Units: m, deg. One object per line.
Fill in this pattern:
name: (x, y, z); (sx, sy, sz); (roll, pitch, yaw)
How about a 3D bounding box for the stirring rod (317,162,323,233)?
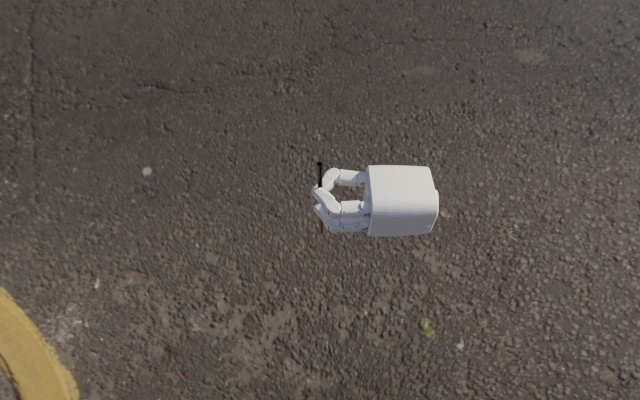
stirring rod: (0.000, 0.003, 0.814); (0.011, 0.011, 0.240); (0, -28, 1)
